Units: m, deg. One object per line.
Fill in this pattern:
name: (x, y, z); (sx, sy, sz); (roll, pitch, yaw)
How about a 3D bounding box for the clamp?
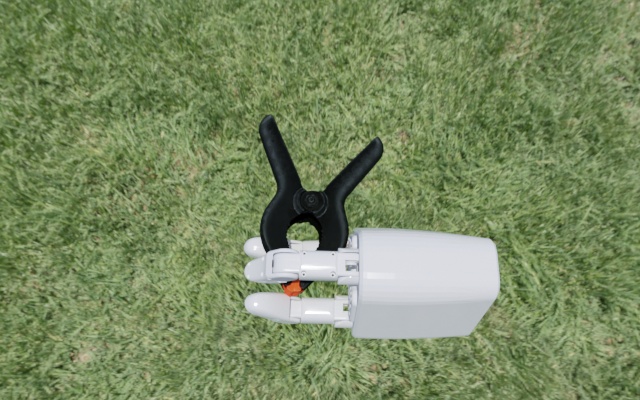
clamp: (0.000, 0.001, 0.435); (0.120, 0.171, 0.039); (1, -18, 0)
